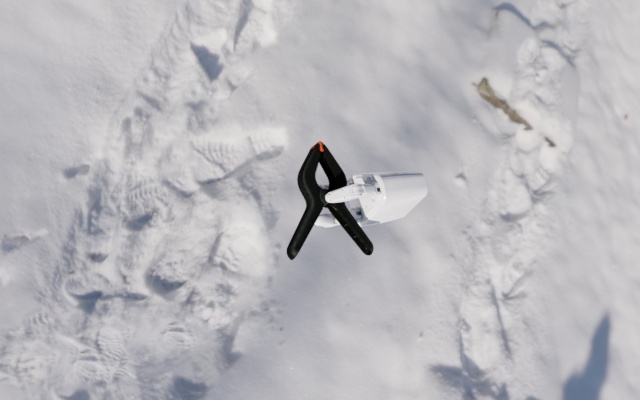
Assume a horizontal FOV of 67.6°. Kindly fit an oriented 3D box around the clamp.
[{"bbox_3d":[0.001,0.002,0.808,0.164,0.210,0.036,-7,-12,-33],"label":"clamp"}]
